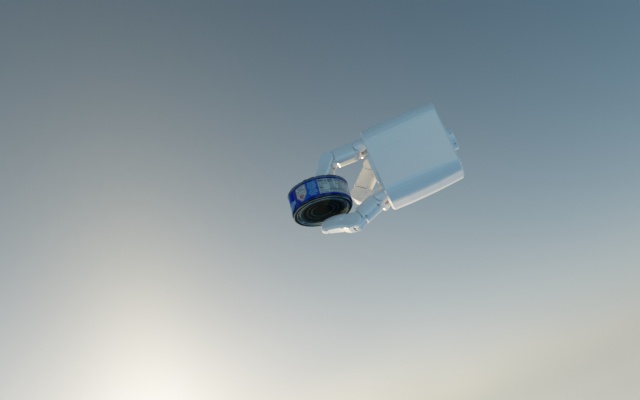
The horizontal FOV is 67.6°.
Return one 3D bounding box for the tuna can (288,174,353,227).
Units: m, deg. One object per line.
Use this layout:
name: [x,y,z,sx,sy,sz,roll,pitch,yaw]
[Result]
tuna can: [0.000,0.003,0.653,0.086,0.033,0.086,-12,-28,-6]
